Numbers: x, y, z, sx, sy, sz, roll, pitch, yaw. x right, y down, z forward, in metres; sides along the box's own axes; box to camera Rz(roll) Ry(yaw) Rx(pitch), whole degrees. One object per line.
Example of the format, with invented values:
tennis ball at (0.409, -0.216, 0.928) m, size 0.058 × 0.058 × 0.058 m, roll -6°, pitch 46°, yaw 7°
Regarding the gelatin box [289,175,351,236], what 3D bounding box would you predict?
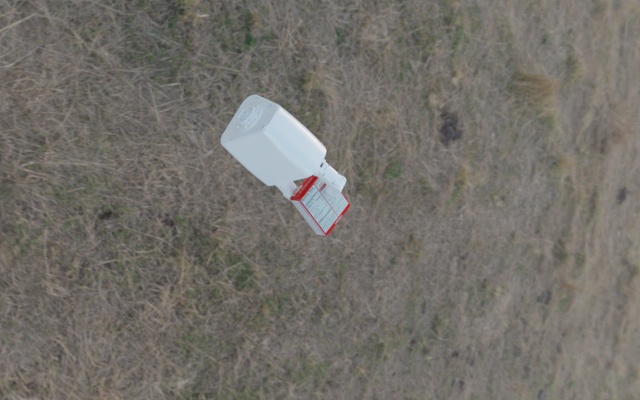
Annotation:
gelatin box at (0.001, 0.003, 0.783) m, size 0.030 × 0.073 × 0.089 m, roll 4°, pitch -42°, yaw 51°
